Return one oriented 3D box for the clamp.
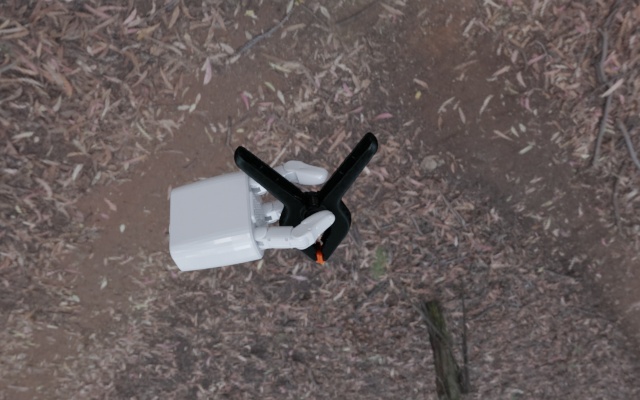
[{"bbox_3d":[0.000,0.003,0.603,0.164,0.210,0.036,-10,43,6],"label":"clamp"}]
